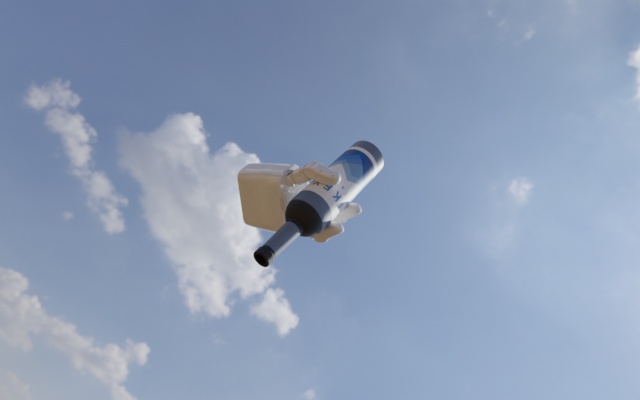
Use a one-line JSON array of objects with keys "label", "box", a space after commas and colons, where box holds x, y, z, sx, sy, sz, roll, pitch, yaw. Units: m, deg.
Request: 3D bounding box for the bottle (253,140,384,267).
[{"label": "bottle", "box": [0.000, 0.002, 0.745, 0.069, 0.069, 0.295, 0, 32, 41]}]
